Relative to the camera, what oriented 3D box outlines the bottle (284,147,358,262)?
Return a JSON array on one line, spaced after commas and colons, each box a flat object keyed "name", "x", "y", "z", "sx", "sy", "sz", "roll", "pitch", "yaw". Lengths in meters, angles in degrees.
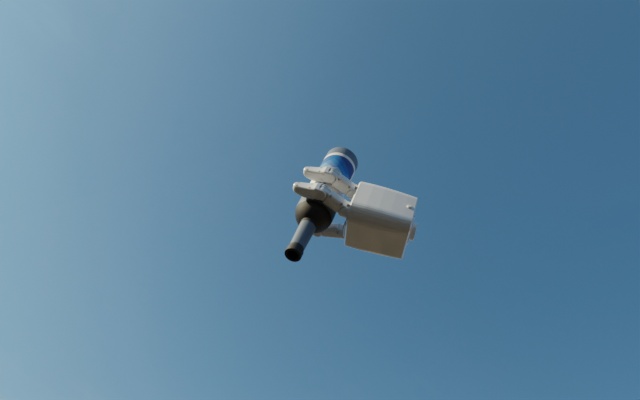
[{"name": "bottle", "x": 0.000, "y": 0.003, "z": 0.843, "sx": 0.069, "sy": 0.069, "sz": 0.295, "roll": 0, "pitch": 33, "yaw": 20}]
